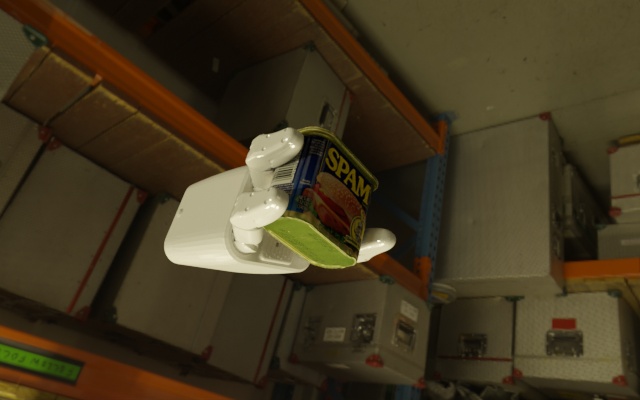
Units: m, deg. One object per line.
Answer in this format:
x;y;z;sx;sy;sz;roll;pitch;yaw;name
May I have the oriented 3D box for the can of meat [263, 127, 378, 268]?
0.000;0.002;0.413;0.057;0.084;0.102;-7;-34;37;can of meat
